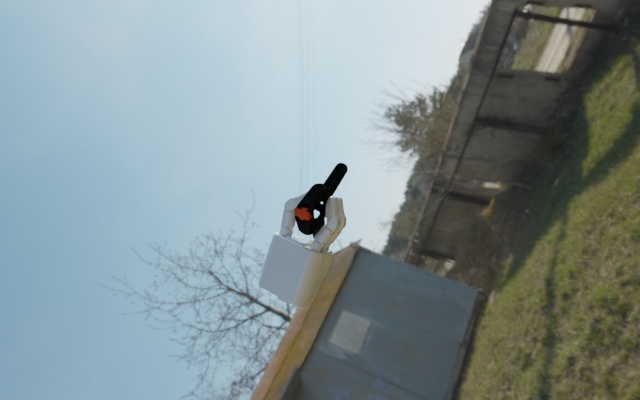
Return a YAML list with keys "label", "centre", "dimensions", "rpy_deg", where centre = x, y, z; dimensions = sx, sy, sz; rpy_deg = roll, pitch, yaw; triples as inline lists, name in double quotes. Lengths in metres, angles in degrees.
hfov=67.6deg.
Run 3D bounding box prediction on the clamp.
- label: "clamp"
  centre: [-0.001, 0.003, 0.872]
  dimensions: [0.036, 0.164, 0.210]
  rpy_deg: [20, 4, 13]
